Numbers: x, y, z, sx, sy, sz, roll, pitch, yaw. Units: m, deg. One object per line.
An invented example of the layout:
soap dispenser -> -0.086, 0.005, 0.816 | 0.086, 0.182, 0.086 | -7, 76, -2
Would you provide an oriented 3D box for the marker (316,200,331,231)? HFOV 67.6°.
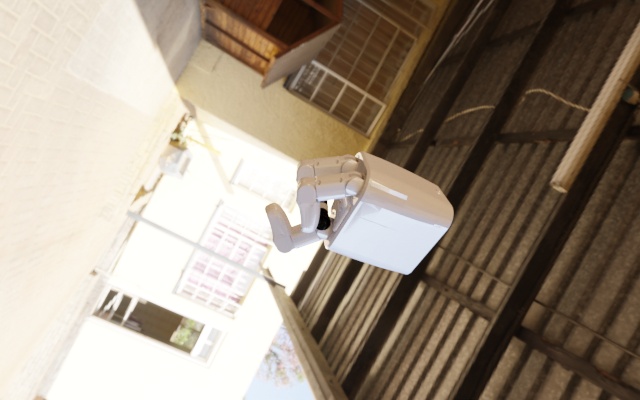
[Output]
marker -> 0.000, 0.002, 0.568 | 0.020, 0.020, 0.121 | 0, 24, -2
